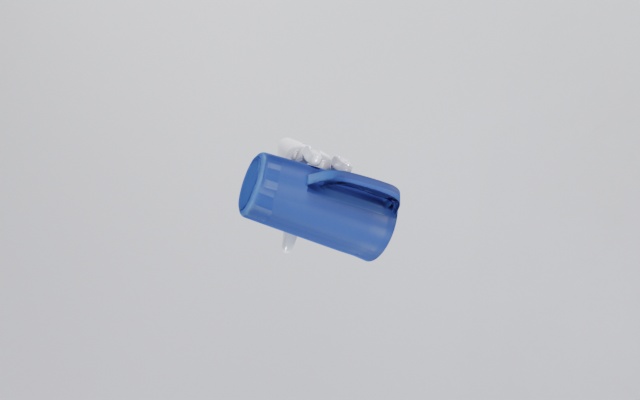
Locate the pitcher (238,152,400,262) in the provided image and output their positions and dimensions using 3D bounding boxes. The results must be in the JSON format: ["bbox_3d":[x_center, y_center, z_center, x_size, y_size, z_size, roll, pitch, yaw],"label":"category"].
[{"bbox_3d":[0.000,0.003,0.779,0.243,0.149,0.145,18,13,-20],"label":"pitcher"}]
